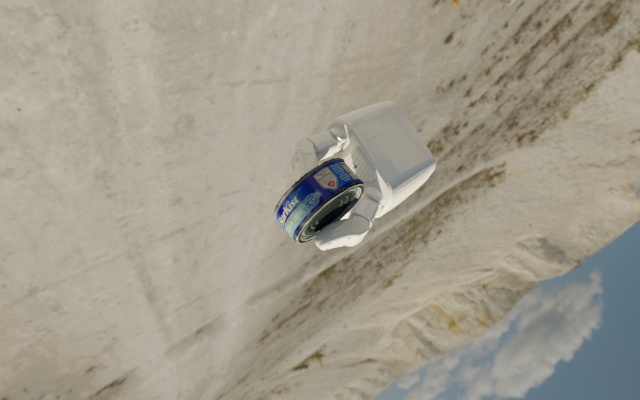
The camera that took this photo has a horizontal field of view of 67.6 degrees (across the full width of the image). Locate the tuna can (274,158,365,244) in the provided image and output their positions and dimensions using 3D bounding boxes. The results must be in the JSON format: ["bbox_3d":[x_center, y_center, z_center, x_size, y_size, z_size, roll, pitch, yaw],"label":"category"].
[{"bbox_3d":[0.000,0.002,0.450,0.086,0.033,0.086,-37,-16,-13],"label":"tuna can"}]
